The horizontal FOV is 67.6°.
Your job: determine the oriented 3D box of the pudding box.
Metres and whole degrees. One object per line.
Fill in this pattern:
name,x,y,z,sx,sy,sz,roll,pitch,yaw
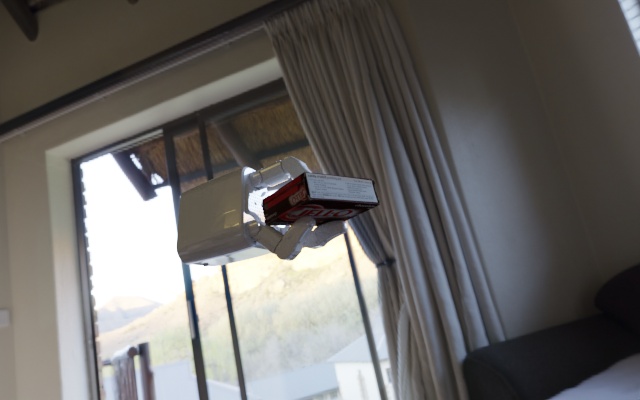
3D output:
pudding box,0.000,0.002,0.574,0.113,0.039,0.090,1,-20,-40
